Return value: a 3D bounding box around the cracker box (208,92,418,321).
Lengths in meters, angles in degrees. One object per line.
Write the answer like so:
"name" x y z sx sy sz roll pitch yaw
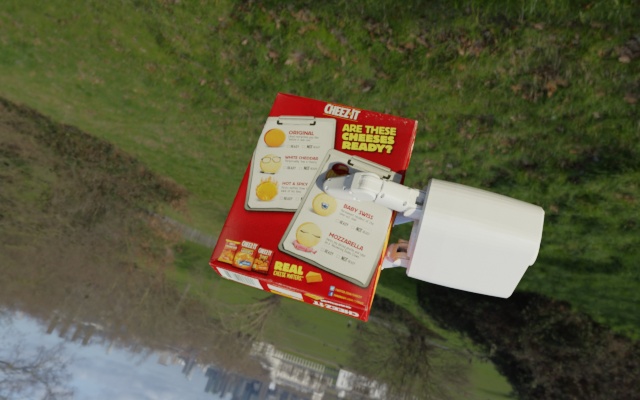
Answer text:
"cracker box" 0.000 0.002 0.518 0.164 0.213 0.072 14 -22 10
